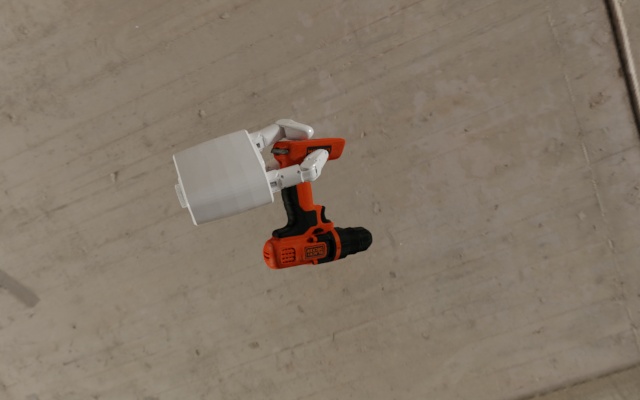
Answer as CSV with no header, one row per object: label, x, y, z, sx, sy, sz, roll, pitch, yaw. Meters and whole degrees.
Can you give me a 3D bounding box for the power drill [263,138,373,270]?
power drill,0.000,0.002,0.709,0.184,0.187,0.057,-7,9,-33
